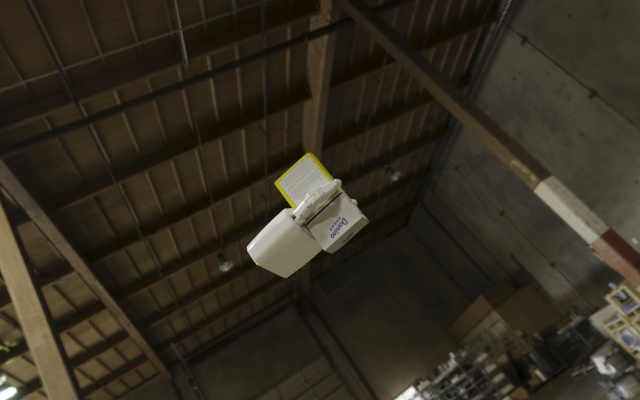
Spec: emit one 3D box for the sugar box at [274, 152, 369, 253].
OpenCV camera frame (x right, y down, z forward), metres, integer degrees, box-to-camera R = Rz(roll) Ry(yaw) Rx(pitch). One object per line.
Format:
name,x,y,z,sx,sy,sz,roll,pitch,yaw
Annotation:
sugar box,0.000,0.003,0.885,0.093,0.176,0.048,-42,-25,9
